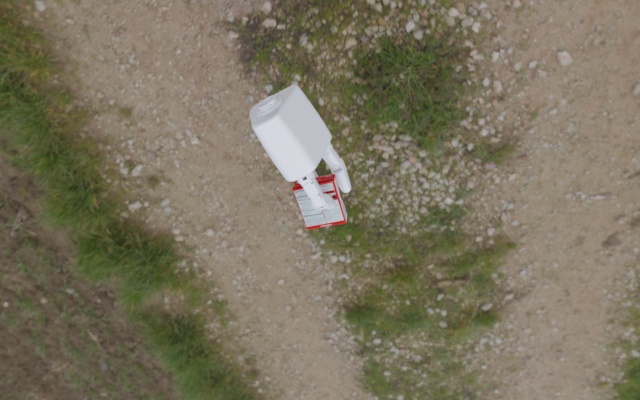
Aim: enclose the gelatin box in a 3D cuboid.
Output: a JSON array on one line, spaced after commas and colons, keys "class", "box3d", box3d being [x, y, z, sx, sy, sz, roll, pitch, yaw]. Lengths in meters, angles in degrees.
[{"class": "gelatin box", "box3d": [0.000, 0.003, 0.823, 0.073, 0.089, 0.030, -11, 29, 13]}]
